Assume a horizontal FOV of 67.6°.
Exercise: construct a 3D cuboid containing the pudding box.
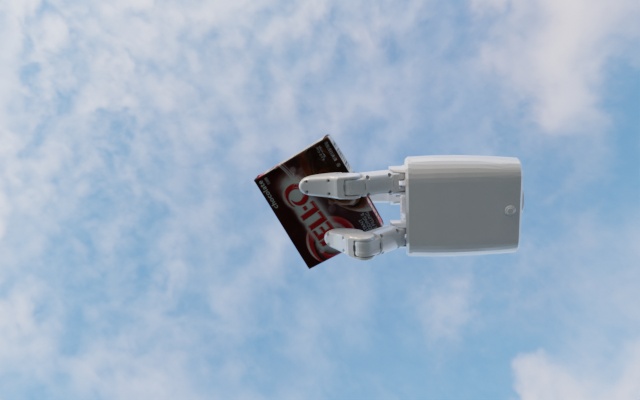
[{"bbox_3d":[0.000,0.002,0.493,0.090,0.113,0.039,-29,6,14],"label":"pudding box"}]
